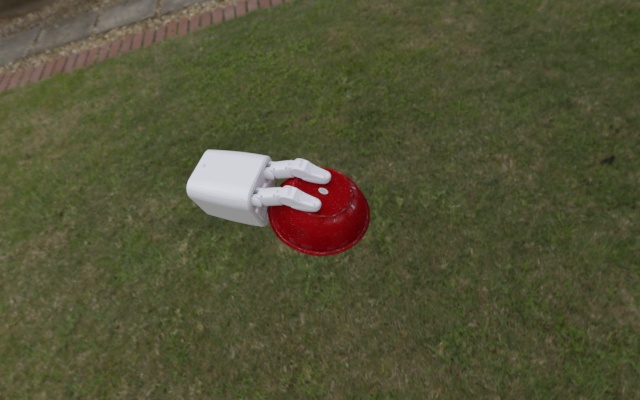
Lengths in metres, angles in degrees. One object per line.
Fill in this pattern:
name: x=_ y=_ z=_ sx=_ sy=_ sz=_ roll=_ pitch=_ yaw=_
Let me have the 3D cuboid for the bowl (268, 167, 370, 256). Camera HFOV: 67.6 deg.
bowl: x=0.001 y=0.002 z=0.730 sx=0.162 sy=0.162 sz=0.055 roll=0 pitch=-36 yaw=-5
